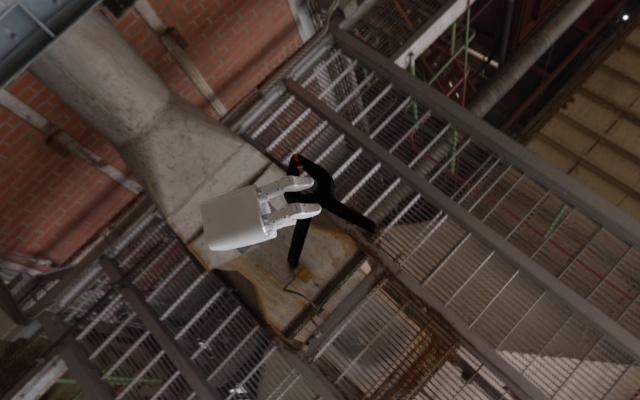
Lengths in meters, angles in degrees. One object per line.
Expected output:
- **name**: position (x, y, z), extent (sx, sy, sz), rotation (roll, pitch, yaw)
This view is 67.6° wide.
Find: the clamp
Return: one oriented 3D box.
- **clamp**: position (0.000, 0.003, 0.859), extent (0.164, 0.210, 0.036), rotation (-16, -25, 2)
